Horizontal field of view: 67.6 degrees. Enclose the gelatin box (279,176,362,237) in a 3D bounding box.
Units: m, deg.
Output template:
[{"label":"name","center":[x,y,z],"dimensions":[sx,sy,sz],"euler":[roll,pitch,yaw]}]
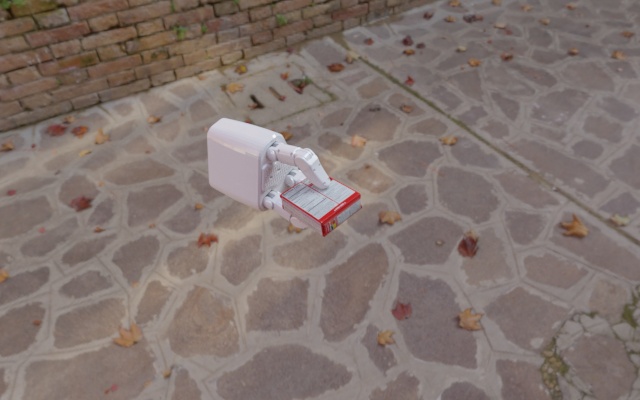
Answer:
[{"label":"gelatin box","center":[0.000,0.002,0.651],"dimensions":[0.073,0.030,0.089],"euler":[-36,46,-27]}]
